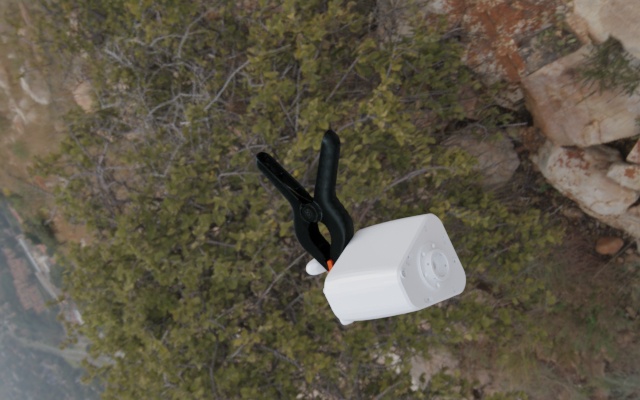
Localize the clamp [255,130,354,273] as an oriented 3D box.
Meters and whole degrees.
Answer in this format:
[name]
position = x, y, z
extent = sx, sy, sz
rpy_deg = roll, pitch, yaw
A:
[clamp]
position = 0.000, 0.002, 0.560
extent = 0.120, 0.171, 0.039
rpy_deg = -22, 10, 44
